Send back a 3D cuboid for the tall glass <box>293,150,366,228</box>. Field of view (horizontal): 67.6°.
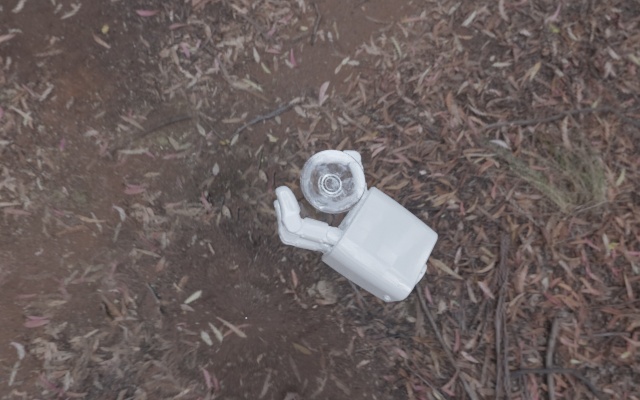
[{"bbox_3d":[0.000,0.002,0.627,0.079,0.079,0.201,0,-14,-9],"label":"tall glass"}]
